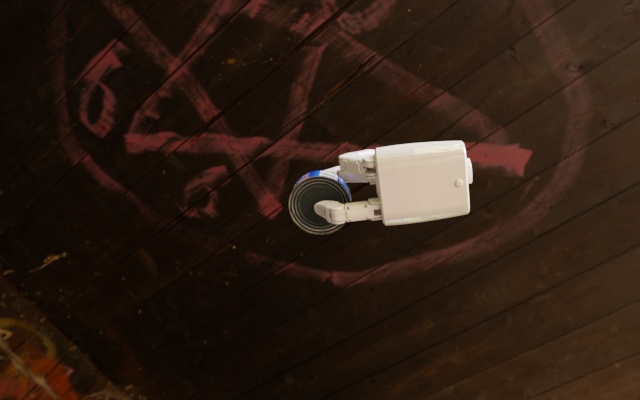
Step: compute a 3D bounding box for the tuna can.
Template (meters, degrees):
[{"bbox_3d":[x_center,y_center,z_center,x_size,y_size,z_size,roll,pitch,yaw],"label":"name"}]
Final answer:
[{"bbox_3d":[0.000,0.002,0.664,0.086,0.086,0.033,0,21,5],"label":"tuna can"}]
